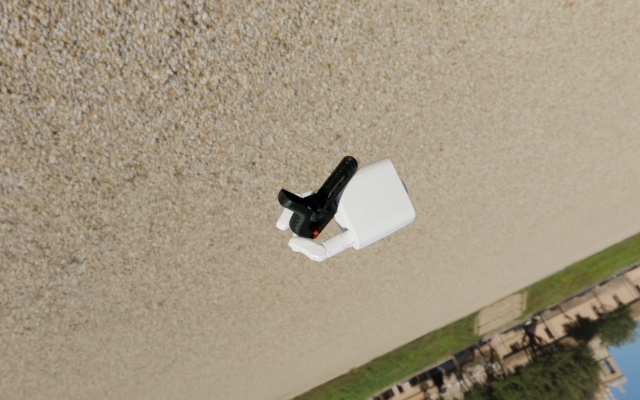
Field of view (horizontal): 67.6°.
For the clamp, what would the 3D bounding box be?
[{"bbox_3d":[0.000,0.003,0.684,0.120,0.039,0.171,-26,-21,-10],"label":"clamp"}]
